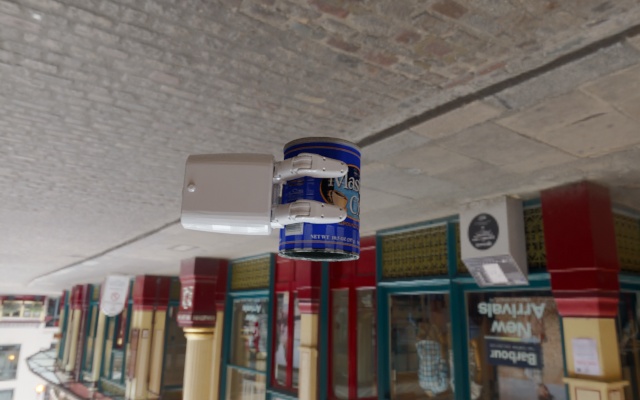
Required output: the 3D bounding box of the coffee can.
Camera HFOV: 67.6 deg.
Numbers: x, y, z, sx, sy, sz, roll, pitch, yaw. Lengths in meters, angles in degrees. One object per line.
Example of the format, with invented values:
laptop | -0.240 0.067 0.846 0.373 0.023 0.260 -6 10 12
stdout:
coffee can | 0.000 0.002 0.611 0.103 0.140 0.103 2 -13 0
